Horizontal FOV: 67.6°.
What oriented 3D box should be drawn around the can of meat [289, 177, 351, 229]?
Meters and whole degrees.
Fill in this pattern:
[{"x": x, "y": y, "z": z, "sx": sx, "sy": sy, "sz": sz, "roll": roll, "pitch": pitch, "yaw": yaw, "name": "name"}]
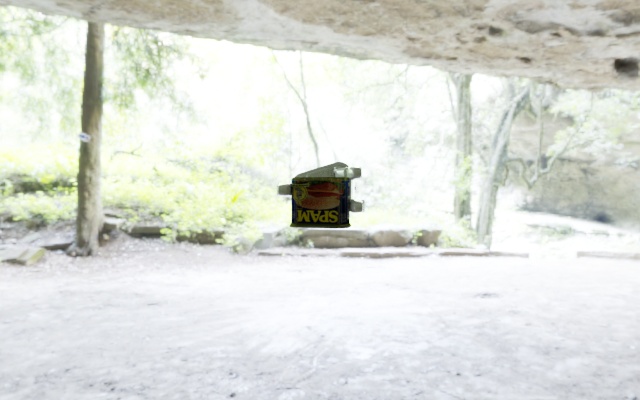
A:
[{"x": 0.000, "y": 0.002, "z": 0.800, "sx": 0.102, "sy": 0.084, "sz": 0.057, "roll": 1, "pitch": 3, "yaw": 13, "name": "can of meat"}]
